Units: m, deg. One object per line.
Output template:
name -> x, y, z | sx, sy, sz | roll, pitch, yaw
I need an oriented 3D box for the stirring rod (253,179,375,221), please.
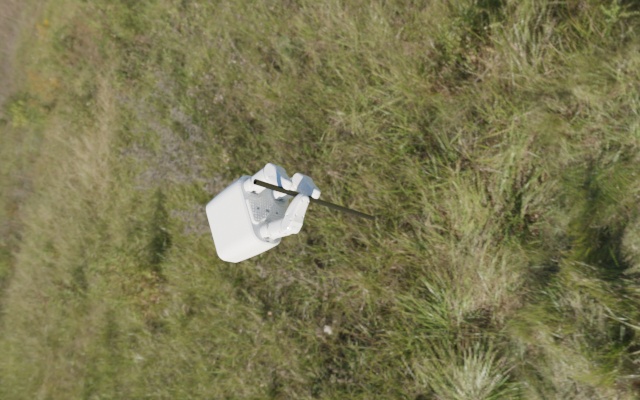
stirring rod -> 0.000, 0.002, 0.714 | 0.239, 0.011, 0.011 | 17, -12, -40
